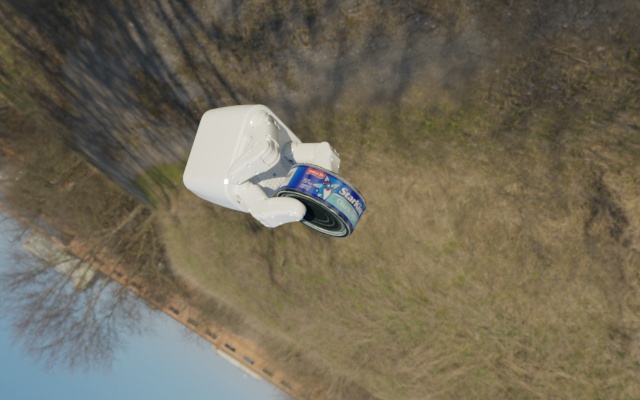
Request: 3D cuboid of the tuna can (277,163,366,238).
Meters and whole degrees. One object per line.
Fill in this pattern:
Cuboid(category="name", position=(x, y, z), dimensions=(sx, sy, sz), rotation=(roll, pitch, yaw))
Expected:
Cuboid(category="tuna can", position=(0.000, 0.002, 0.476), dimensions=(0.086, 0.033, 0.086), rotation=(26, -21, 11))
